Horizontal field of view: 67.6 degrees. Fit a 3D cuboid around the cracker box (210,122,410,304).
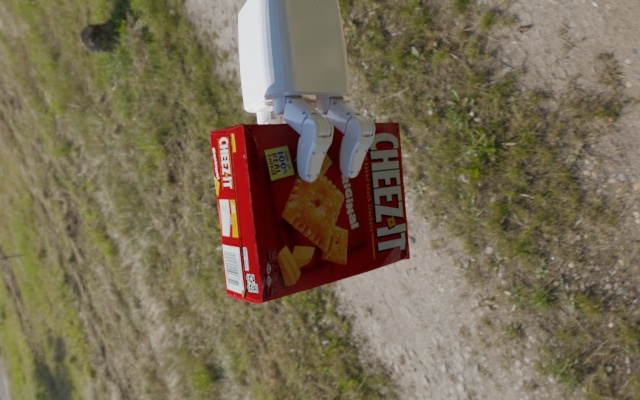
[{"bbox_3d":[0.000,0.002,0.506,0.213,0.164,0.072,-9,6,-40],"label":"cracker box"}]
